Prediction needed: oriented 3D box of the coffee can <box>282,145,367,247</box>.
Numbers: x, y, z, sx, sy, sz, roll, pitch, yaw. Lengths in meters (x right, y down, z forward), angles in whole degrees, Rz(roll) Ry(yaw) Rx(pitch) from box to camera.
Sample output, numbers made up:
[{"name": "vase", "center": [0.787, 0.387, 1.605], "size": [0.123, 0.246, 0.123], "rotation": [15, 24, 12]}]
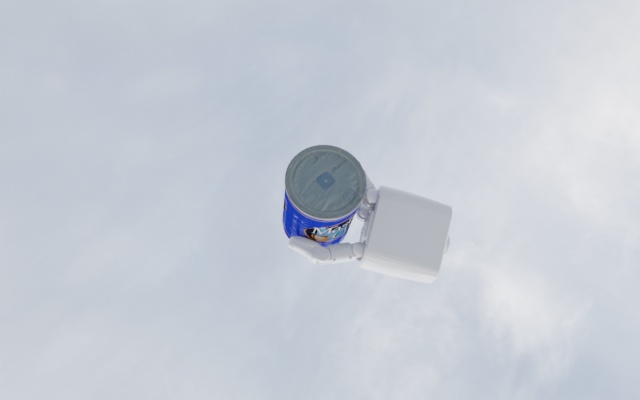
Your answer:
[{"name": "coffee can", "center": [0.000, 0.002, 0.656], "size": [0.103, 0.102, 0.140], "rotation": [0, -23, -6]}]
